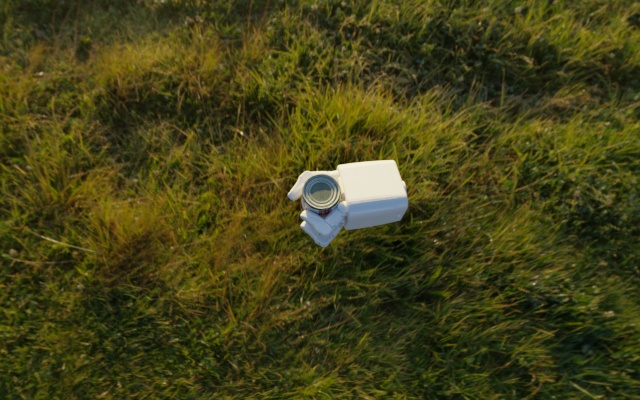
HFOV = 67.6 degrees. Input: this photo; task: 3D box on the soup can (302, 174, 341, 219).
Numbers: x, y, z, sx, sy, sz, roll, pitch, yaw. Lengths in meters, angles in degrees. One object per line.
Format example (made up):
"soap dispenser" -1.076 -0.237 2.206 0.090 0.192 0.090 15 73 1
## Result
"soup can" 0.000 0.003 0.849 0.068 0.068 0.102 0 -21 -2
